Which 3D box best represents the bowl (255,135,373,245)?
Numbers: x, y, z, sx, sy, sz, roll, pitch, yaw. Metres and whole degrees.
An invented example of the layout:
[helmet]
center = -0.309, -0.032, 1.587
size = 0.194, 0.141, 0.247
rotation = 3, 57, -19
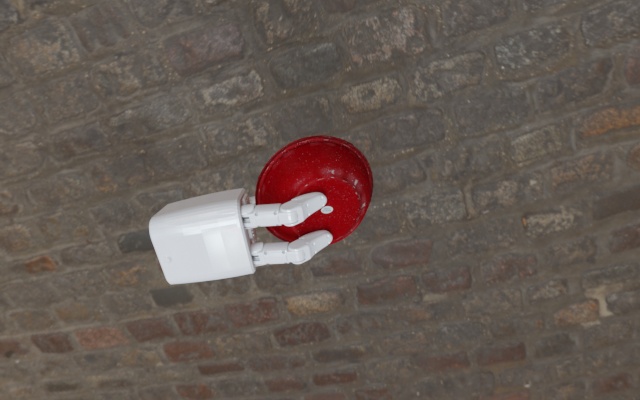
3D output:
[bowl]
center = 0.001, 0.002, 0.609
size = 0.162, 0.162, 0.055
rotation = 0, 26, -17
